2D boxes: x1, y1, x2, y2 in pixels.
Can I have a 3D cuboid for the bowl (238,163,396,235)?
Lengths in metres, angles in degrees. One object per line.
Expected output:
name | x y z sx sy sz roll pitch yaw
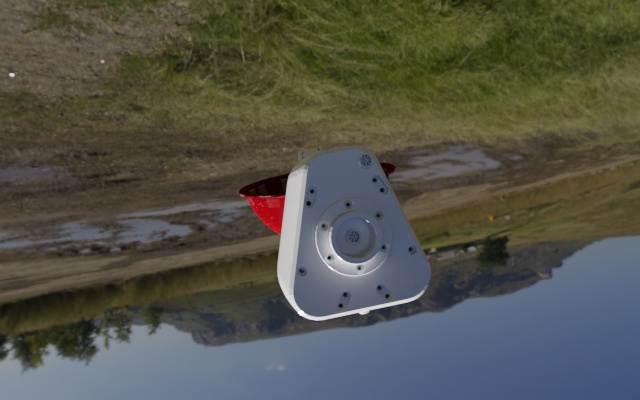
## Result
bowl | 0.000 0.002 0.496 0.162 0.055 0.162 -9 11 2
